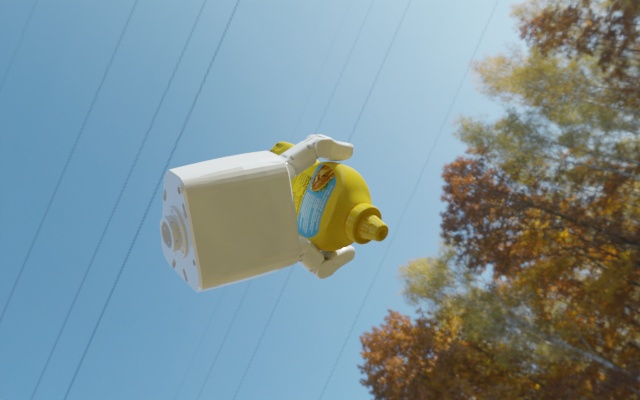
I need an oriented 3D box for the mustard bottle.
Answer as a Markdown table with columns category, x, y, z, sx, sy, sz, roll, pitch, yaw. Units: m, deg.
| category | x | y | z | sx | sy | sz | roll | pitch | yaw |
| --- | --- | --- | --- | --- | --- | --- | --- | --- | --- |
| mustard bottle | 0.000 | 0.002 | 0.527 | 0.058 | 0.096 | 0.191 | 16 | 7 | -43 |
